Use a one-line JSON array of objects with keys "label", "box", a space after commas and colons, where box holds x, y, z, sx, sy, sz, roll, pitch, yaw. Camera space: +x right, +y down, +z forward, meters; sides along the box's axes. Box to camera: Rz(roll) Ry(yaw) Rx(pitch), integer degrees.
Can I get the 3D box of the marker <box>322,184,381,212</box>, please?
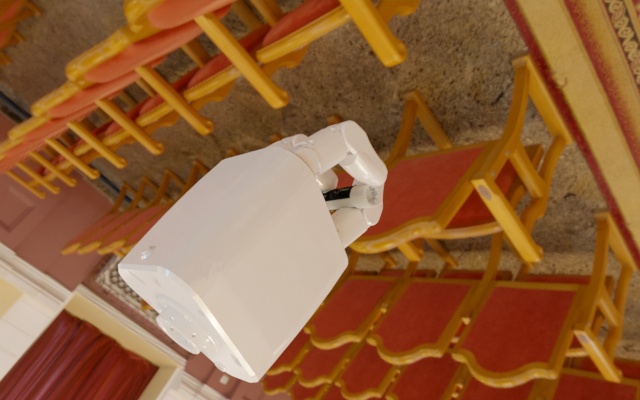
[{"label": "marker", "box": [0.000, 0.001, 0.404, 0.020, 0.020, 0.121, 0, -5, -41]}]
